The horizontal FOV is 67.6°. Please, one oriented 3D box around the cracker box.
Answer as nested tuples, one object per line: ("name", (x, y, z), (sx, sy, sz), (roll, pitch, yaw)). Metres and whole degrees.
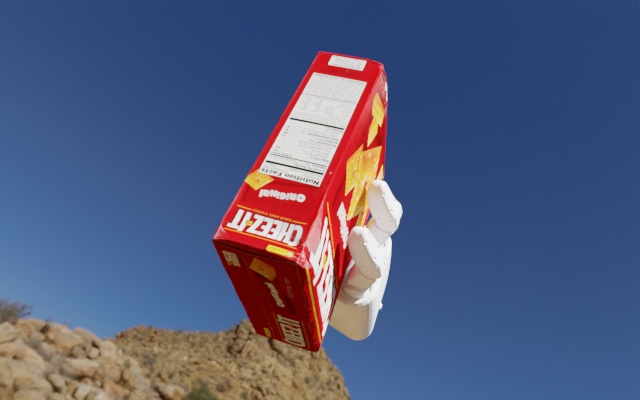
("cracker box", (0.000, 0.001, 0.427), (0.072, 0.213, 0.164), (13, -35, 16))
